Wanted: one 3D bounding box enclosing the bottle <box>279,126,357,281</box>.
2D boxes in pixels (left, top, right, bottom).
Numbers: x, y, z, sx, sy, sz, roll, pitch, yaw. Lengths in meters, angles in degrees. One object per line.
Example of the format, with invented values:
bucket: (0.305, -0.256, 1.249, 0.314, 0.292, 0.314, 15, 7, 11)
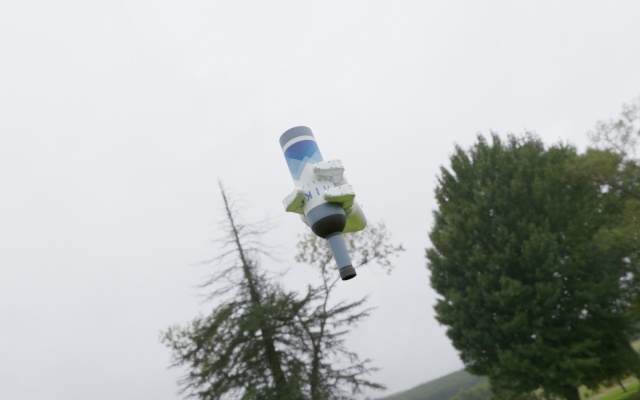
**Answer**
bottle: (0.000, 0.003, 0.849, 0.069, 0.295, 0.069, -17, -25, -8)
